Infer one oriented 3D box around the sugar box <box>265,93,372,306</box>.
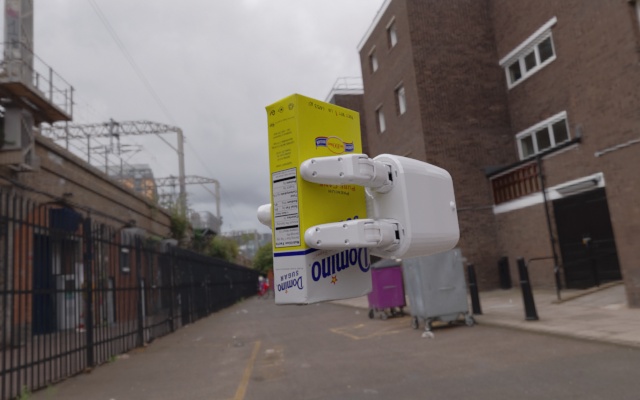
[{"bbox_3d":[0.001,0.001,0.431,0.048,0.176,0.093,-13,-11,41],"label":"sugar box"}]
